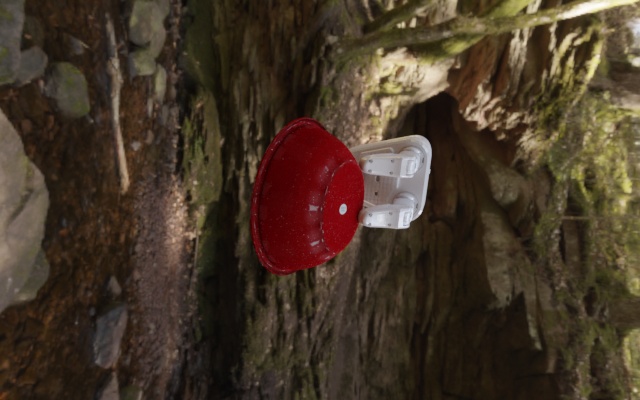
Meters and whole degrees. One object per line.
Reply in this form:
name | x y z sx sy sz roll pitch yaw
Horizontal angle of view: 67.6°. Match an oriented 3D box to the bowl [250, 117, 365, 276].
bowl | 0.000 0.002 0.472 0.055 0.162 0.162 12 6 28
